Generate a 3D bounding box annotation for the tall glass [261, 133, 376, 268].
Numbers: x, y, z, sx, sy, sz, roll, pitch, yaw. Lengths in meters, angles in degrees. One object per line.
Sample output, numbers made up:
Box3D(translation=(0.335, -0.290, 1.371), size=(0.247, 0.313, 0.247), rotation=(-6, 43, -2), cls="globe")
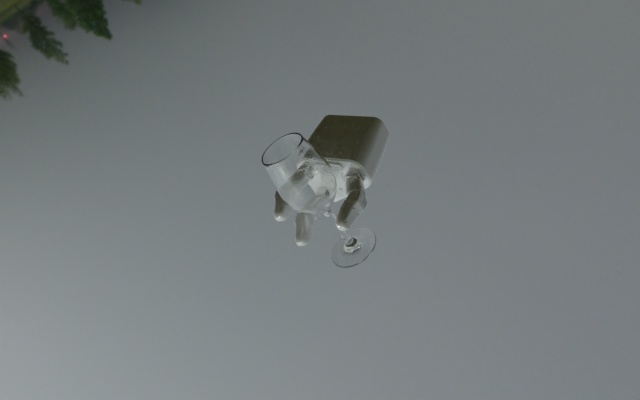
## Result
Box3D(translation=(0.000, 0.003, 0.655), size=(0.079, 0.079, 0.201), rotation=(0, -43, 42), cls="tall glass")
